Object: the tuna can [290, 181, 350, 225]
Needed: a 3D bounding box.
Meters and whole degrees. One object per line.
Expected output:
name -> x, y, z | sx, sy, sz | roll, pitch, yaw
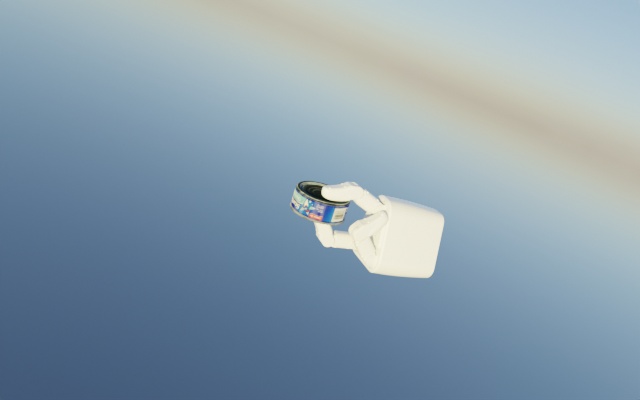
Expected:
tuna can -> 0.000, 0.002, 0.712 | 0.086, 0.034, 0.086 | 15, 20, -6
